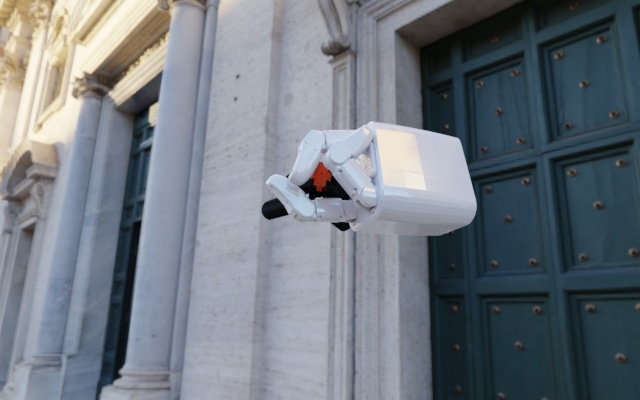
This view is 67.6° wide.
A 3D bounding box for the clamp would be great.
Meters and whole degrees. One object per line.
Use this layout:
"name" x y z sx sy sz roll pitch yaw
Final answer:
"clamp" 0.000 0.001 0.572 0.120 0.039 0.171 6 -16 -14
